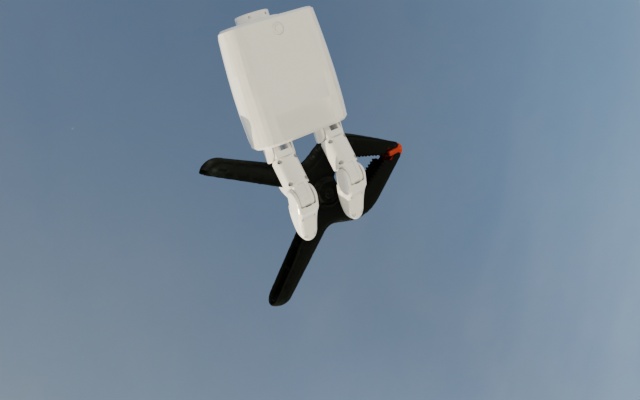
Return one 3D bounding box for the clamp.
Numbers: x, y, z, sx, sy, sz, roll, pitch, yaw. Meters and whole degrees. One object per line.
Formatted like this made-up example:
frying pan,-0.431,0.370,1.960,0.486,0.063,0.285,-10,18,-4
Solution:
clamp,0.000,0.001,0.493,0.210,0.165,0.036,-25,21,-22
